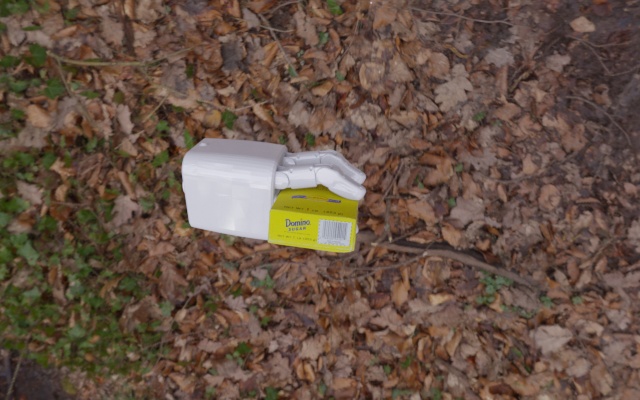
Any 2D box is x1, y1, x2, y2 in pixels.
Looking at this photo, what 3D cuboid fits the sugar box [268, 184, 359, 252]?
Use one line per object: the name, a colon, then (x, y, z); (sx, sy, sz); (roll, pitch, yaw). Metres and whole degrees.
sugar box: (0.000, 0.001, 0.575); (0.093, 0.048, 0.176); (7, 23, 3)
